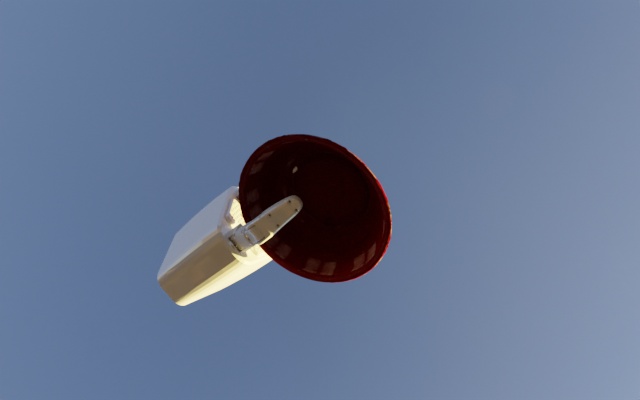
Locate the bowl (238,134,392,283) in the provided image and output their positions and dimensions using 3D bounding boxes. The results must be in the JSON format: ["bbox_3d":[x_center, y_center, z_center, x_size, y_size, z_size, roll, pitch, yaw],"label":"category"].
[{"bbox_3d":[0.001,0.001,0.483,0.162,0.162,0.055,0,26,26],"label":"bowl"}]
